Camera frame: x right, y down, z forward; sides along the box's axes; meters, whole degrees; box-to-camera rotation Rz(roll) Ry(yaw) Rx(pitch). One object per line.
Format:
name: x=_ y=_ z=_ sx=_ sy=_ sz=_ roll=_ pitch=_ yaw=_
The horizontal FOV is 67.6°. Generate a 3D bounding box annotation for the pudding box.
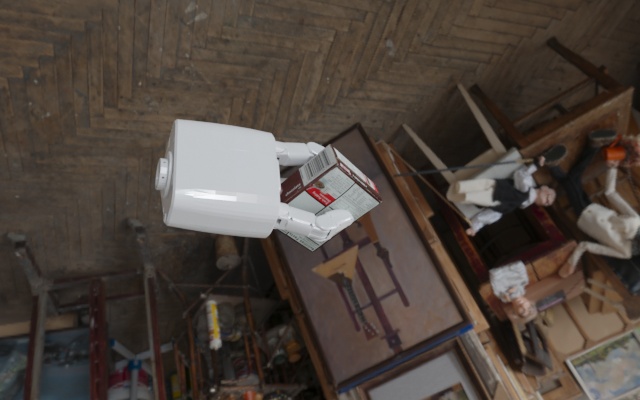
pudding box: x=0.000 y=0.002 z=0.553 sx=0.113 sy=0.039 sz=0.090 roll=-36 pitch=-48 yaw=20
